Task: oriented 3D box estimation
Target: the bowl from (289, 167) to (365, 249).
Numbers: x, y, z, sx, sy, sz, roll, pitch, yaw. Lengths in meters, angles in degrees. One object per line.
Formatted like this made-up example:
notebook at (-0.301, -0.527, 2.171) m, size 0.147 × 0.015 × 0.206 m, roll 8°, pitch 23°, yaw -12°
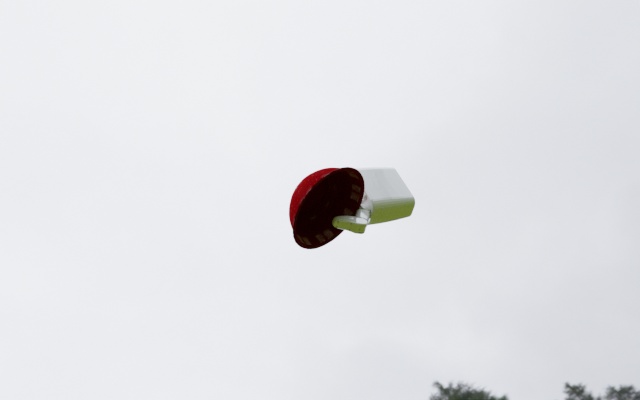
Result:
bowl at (-0.001, 0.002, 0.816) m, size 0.055 × 0.162 × 0.162 m, roll 38°, pitch 23°, yaw 34°
